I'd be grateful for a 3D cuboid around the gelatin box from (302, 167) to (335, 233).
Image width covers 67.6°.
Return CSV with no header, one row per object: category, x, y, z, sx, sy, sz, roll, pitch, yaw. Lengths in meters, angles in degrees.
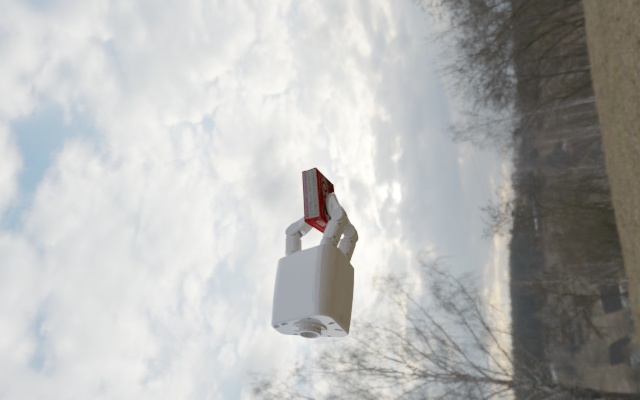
gelatin box,0.000,0.002,0.760,0.030,0.089,0.073,-14,-26,20
